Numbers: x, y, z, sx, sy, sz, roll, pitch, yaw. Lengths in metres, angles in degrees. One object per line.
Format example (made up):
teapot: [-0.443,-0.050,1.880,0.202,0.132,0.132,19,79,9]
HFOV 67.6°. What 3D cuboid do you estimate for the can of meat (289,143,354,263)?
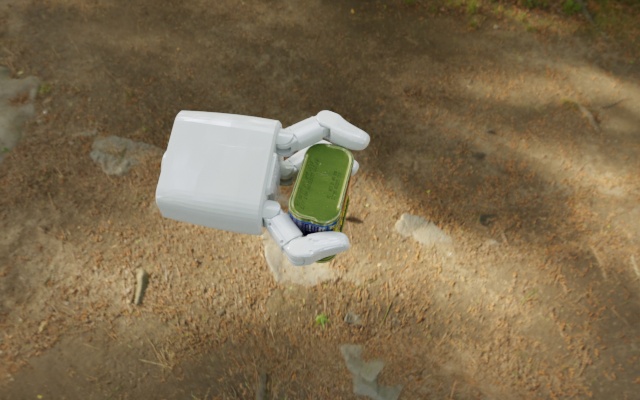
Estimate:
can of meat: [0.000,0.002,0.506,0.057,0.102,0.084,12,-32,5]
